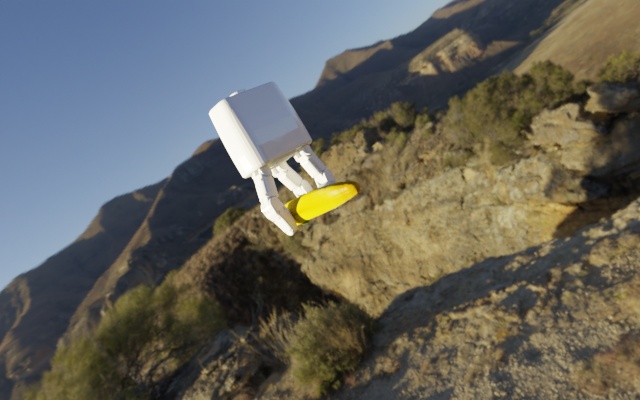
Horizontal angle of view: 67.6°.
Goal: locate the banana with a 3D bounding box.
[{"bbox_3d":[-0.017,0.009,0.683,0.069,0.037,0.198,-22,-4,-27],"label":"banana"}]
